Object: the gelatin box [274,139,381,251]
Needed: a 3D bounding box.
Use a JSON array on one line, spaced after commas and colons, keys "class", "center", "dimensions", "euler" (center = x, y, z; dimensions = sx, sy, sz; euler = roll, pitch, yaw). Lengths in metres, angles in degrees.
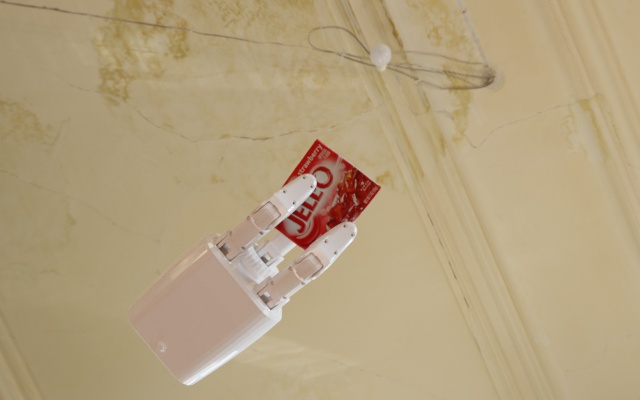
[{"class": "gelatin box", "center": [0.000, 0.001, 0.436], "dimensions": [0.073, 0.089, 0.030], "euler": [37, 2, 1]}]
